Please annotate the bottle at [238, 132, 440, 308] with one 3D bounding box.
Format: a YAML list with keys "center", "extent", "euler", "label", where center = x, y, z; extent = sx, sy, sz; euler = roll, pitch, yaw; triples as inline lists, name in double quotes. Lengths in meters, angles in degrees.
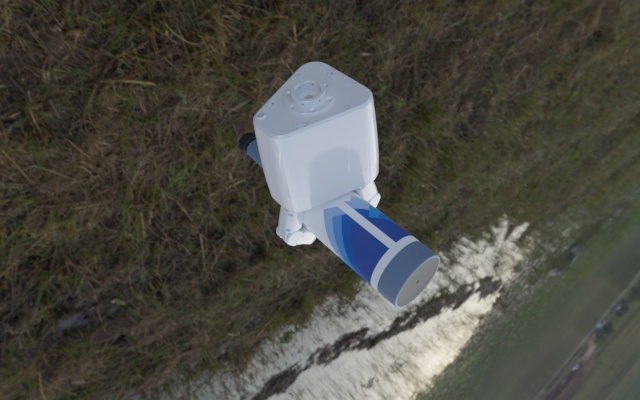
- center: [0.000, 0.002, 0.550]
  extent: [0.295, 0.069, 0.069]
  euler: [39, 23, 31]
  label: "bottle"
